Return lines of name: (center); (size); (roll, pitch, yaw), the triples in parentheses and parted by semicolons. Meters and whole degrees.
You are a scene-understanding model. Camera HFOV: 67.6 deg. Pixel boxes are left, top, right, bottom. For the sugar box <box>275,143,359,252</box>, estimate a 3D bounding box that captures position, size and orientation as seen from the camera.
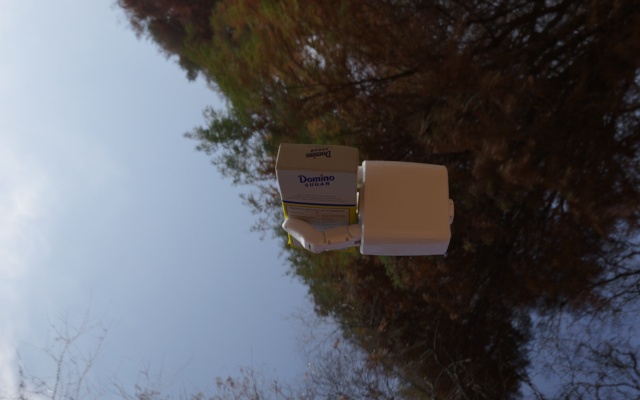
sugar box: (0.000, 0.002, 0.602); (0.093, 0.048, 0.176); (4, -37, 5)
